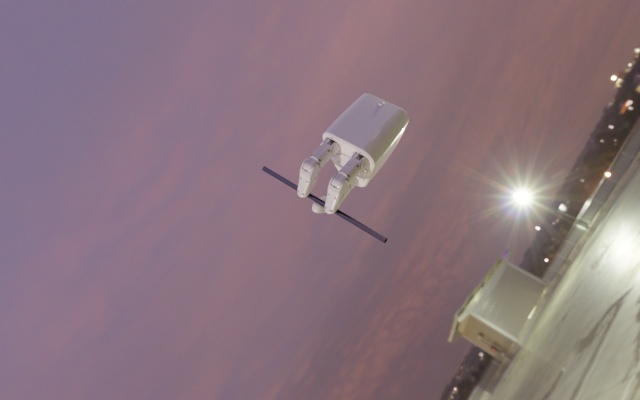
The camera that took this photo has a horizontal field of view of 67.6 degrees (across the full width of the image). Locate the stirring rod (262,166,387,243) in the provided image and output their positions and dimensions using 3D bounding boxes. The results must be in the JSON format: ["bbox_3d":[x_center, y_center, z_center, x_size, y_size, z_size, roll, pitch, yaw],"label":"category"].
[{"bbox_3d":[0.000,0.002,0.735,0.239,0.011,0.011,31,14,25],"label":"stirring rod"}]
